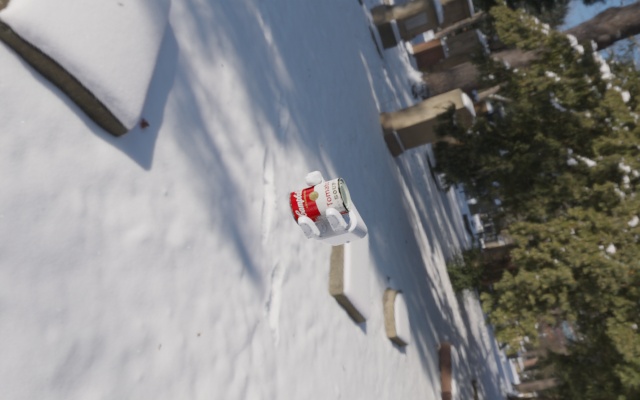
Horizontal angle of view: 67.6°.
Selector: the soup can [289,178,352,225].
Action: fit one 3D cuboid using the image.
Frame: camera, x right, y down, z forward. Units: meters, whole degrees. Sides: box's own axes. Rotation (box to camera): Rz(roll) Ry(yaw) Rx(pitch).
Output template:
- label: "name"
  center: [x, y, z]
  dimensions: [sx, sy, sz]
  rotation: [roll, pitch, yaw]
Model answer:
- label: "soup can"
  center: [0.000, 0.003, 0.899]
  dimensions: [0.102, 0.068, 0.068]
  rotation: [-16, -5, 16]
